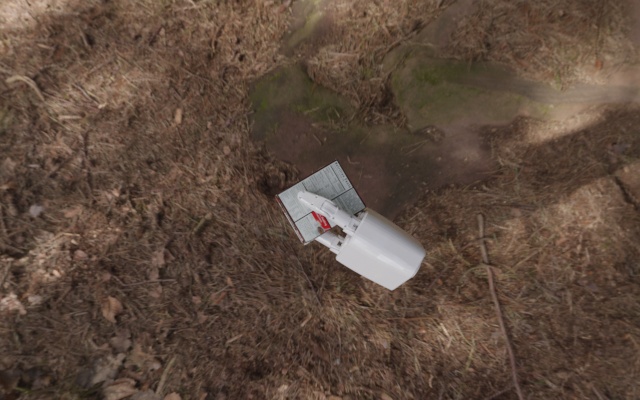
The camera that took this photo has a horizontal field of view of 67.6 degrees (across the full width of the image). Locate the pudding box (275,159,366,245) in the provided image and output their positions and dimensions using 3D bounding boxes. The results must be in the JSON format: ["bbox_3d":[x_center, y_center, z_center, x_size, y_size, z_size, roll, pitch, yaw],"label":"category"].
[{"bbox_3d":[0.000,0.002,0.734,0.113,0.090,0.039,-30,-3,-9],"label":"pudding box"}]
